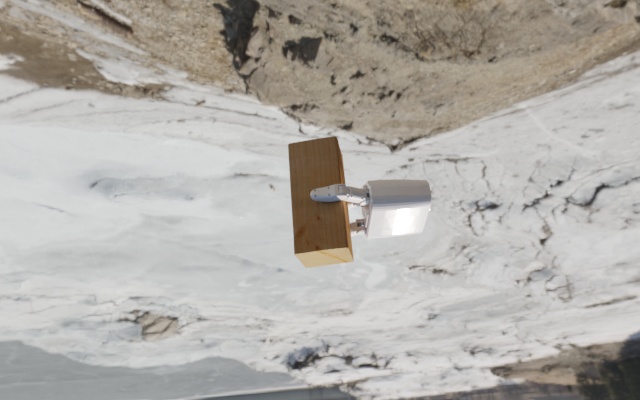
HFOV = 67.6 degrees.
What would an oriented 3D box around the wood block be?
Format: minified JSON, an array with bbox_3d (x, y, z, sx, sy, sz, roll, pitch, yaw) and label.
[{"bbox_3d":[0.000,0.003,0.841,0.090,0.206,0.091,-8,-24,7],"label":"wood block"}]
